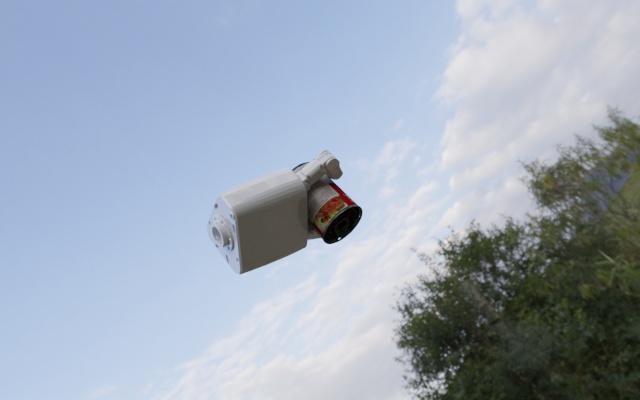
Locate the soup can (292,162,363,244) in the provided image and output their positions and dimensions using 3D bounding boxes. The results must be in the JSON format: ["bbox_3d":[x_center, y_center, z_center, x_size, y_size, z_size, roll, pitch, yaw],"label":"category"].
[{"bbox_3d":[0.000,0.002,0.664,0.068,0.068,0.102,0,39,-51],"label":"soup can"}]
